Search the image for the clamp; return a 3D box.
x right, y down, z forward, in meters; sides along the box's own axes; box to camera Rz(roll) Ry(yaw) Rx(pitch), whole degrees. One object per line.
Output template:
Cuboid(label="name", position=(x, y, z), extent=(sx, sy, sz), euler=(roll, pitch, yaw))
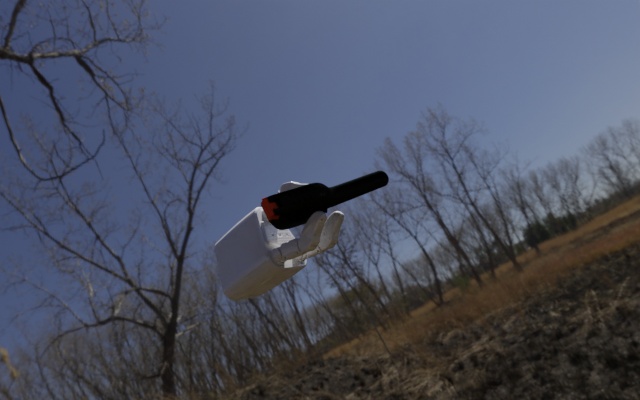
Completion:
Cuboid(label="clamp", position=(-0.001, 0.002, 0.684), extent=(0.164, 0.036, 0.210), euler=(-37, -20, 24))
